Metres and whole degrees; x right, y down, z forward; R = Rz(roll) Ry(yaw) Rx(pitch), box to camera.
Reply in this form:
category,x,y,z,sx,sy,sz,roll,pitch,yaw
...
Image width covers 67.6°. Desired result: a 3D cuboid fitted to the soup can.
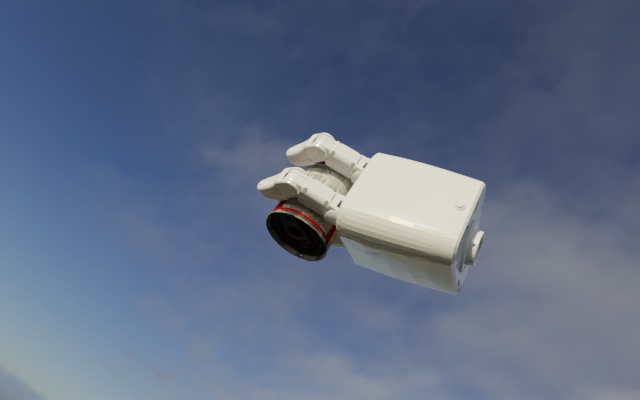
category,x,y,z,sx,sy,sz,roll,pitch,yaw
soup can,0.000,0.001,0.489,0.068,0.068,0.102,0,42,41
